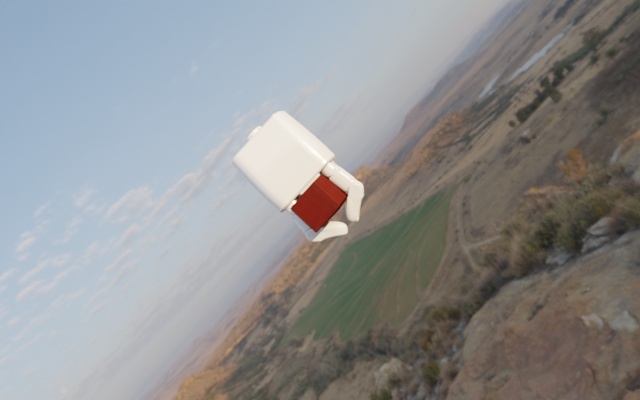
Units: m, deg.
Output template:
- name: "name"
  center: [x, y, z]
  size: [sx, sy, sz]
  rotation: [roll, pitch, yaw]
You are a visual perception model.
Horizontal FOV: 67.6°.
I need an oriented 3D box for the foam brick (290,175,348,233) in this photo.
- name: "foam brick"
  center: [0.000, 0.002, 0.682]
  size: [0.051, 0.053, 0.078]
  rotation: [43, 17, 0]
